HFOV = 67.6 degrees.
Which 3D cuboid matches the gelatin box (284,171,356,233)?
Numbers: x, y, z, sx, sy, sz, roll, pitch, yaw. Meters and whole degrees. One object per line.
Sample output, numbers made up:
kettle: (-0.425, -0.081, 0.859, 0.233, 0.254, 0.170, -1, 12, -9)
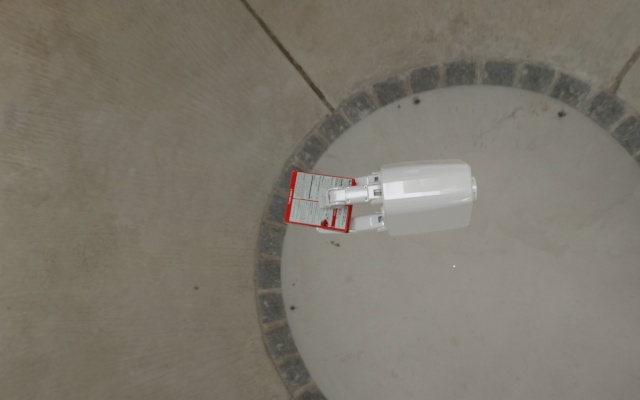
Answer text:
gelatin box: (0.000, 0.002, 0.652, 0.089, 0.073, 0.030, 8, -7, 8)
